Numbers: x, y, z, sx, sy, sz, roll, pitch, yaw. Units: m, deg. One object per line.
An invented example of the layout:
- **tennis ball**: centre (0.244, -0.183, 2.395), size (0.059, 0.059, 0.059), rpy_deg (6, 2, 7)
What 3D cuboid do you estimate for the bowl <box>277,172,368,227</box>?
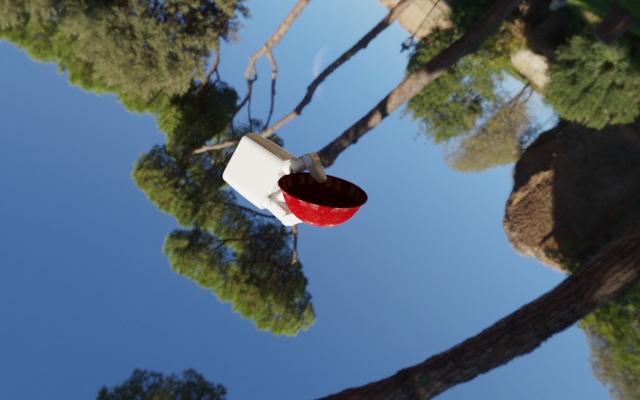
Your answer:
- **bowl**: centre (0.001, 0.004, 0.849), size (0.162, 0.055, 0.162), rpy_deg (9, 21, -4)
